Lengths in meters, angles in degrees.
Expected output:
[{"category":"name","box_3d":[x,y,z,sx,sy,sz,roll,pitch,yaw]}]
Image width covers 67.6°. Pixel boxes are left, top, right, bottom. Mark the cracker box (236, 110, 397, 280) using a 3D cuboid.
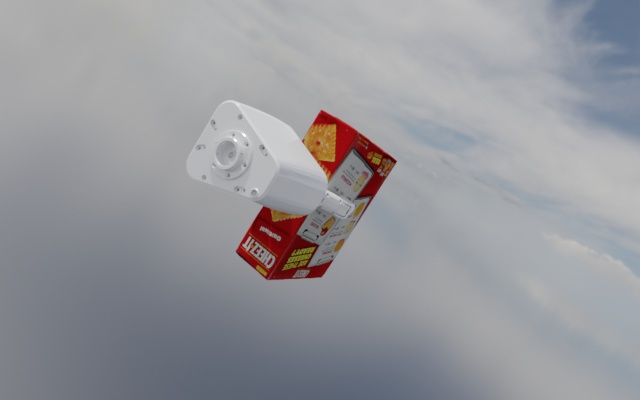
[{"category":"cracker box","box_3d":[0.000,0.002,0.655,0.072,0.214,0.164,36,9,25]}]
